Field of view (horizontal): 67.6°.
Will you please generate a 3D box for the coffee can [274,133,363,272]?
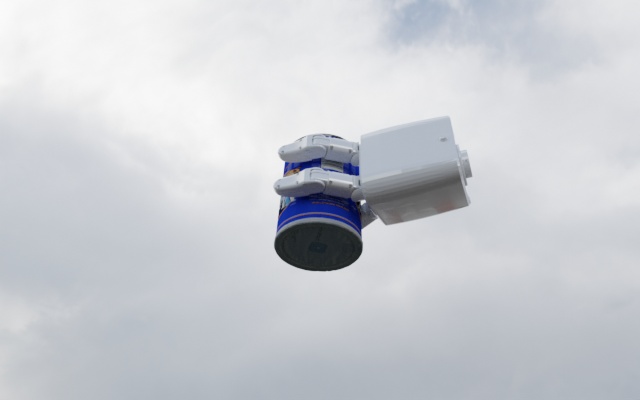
[{"bbox_3d":[0.000,0.002,0.591,0.103,0.140,0.103,2,-39,1],"label":"coffee can"}]
